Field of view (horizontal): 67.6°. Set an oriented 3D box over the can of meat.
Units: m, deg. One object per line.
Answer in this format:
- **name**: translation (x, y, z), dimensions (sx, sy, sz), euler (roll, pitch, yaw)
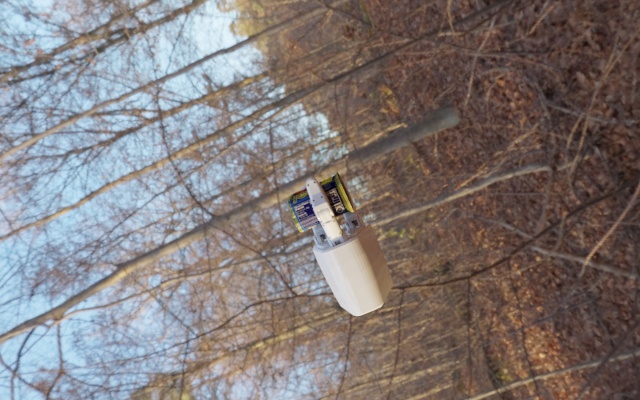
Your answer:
- **can of meat**: translation (0.000, 0.002, 0.719), dimensions (0.084, 0.057, 0.102), euler (-24, 6, 5)
